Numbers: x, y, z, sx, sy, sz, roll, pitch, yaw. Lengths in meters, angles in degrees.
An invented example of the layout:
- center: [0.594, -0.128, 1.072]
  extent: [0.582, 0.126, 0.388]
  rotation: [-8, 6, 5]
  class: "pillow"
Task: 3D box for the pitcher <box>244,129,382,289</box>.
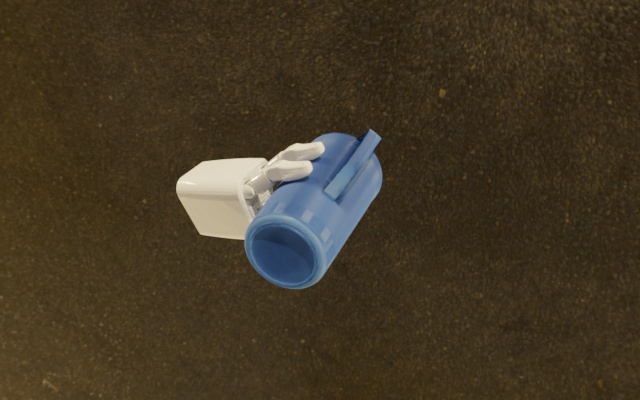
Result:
- center: [0.000, 0.002, 0.656]
  extent: [0.145, 0.149, 0.242]
  rotation: [2, 29, 21]
  class: "pitcher"
